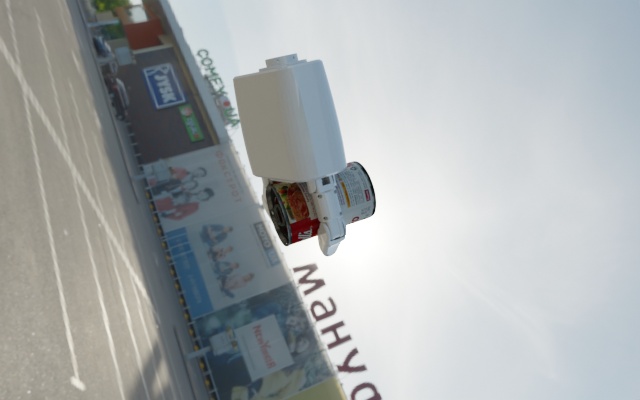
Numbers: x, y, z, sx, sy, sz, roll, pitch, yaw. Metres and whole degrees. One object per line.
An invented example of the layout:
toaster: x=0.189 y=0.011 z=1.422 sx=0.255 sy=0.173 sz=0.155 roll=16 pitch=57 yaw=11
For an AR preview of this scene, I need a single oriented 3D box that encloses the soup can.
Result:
soup can: x=0.000 y=0.002 z=0.515 sx=0.102 sy=0.068 sz=0.068 roll=-18 pitch=5 yaw=-18
